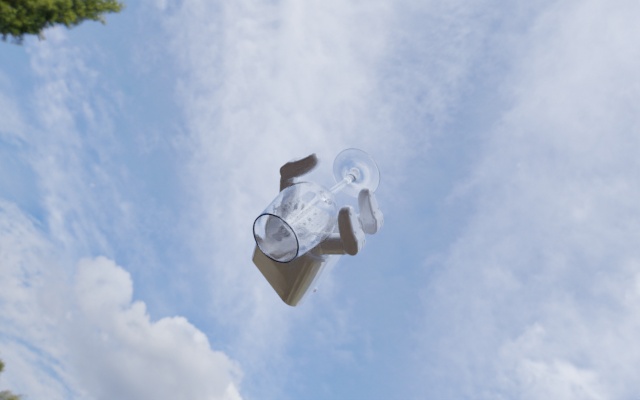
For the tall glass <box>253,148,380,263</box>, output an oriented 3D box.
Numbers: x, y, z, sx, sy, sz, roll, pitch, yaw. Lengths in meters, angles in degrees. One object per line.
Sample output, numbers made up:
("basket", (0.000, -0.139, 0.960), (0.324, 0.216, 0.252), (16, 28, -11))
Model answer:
("tall glass", (0.000, 0.002, 0.597), (0.079, 0.079, 0.201), (0, 24, 33))
